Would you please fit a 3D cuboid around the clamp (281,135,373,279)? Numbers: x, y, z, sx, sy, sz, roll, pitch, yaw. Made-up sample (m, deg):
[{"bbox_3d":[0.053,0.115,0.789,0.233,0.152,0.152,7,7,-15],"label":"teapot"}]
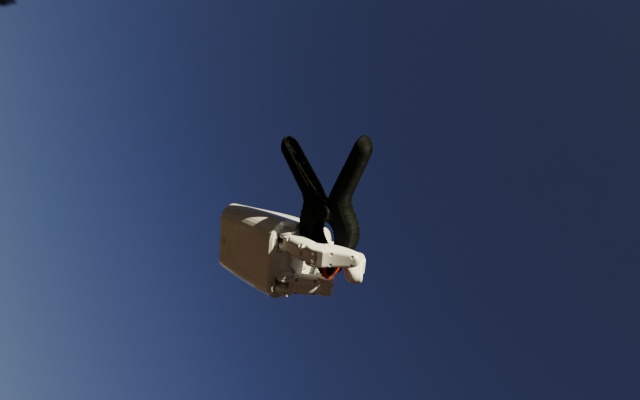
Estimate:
[{"bbox_3d":[0.001,0.002,0.555,0.120,0.171,0.039,18,19,40],"label":"clamp"}]
